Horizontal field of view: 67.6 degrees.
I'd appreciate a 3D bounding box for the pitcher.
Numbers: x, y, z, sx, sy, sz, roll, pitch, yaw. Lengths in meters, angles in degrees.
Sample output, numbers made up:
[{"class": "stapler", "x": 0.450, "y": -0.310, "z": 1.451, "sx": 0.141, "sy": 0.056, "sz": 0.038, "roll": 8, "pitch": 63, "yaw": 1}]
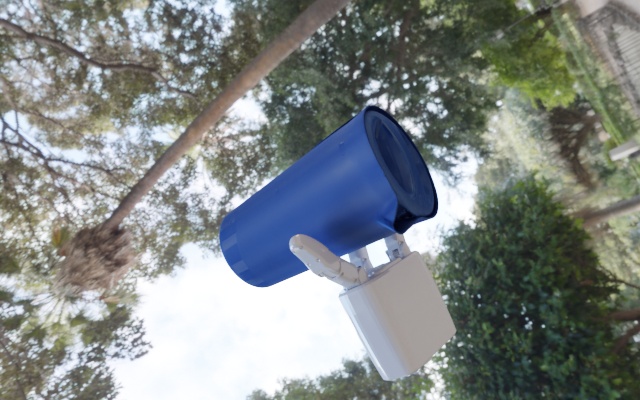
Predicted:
[{"class": "pitcher", "x": 0.000, "y": 0.002, "z": 0.553, "sx": 0.243, "sy": 0.145, "sz": 0.149, "roll": -30, "pitch": -3, "yaw": 29}]
